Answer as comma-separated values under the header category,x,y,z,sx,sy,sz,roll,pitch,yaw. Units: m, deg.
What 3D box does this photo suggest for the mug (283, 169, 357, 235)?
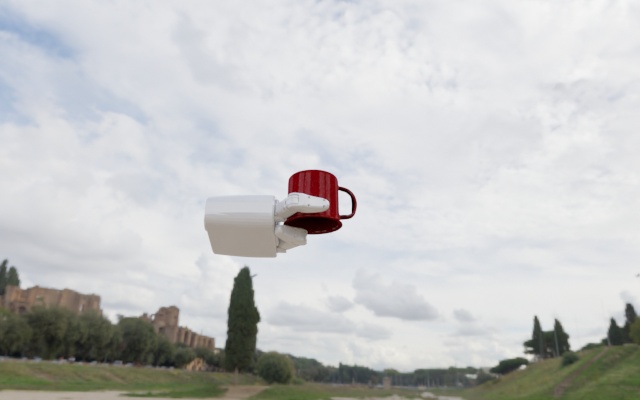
category,x,y,z,sx,sy,sz,roll,pitch,yaw
mug,0.002,0.002,0.760,0.117,0.081,0.093,1,-22,-3
